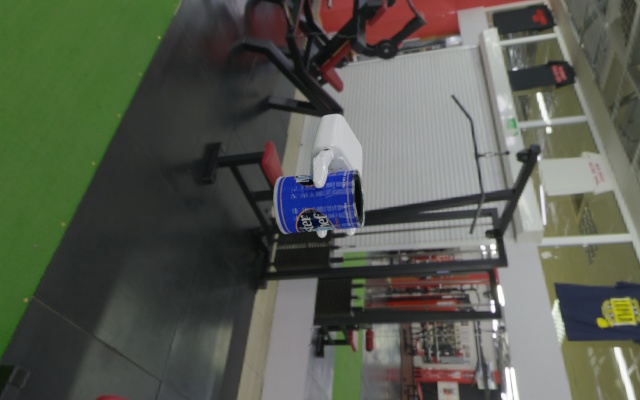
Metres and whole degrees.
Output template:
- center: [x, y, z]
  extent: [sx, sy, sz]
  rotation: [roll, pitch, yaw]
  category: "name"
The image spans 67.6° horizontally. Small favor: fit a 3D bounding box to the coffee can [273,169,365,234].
- center: [0.000, 0.003, 0.837]
  extent: [0.140, 0.103, 0.103]
  rotation: [-5, -1, 14]
  category: "coffee can"
